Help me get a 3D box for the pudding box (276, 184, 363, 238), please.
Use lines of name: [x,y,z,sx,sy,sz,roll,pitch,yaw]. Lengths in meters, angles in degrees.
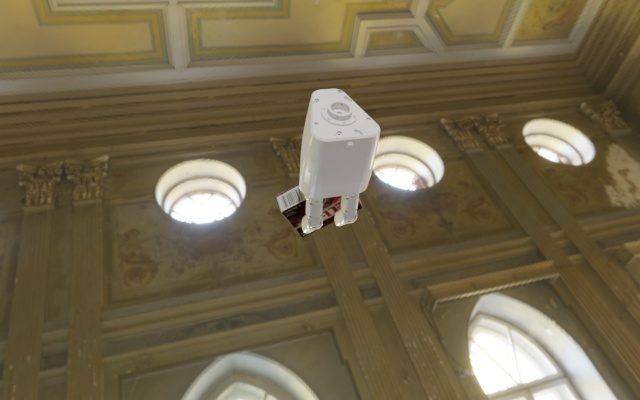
pudding box: [0.000,0.002,0.739,0.113,0.039,0.090,-25,-36,6]
